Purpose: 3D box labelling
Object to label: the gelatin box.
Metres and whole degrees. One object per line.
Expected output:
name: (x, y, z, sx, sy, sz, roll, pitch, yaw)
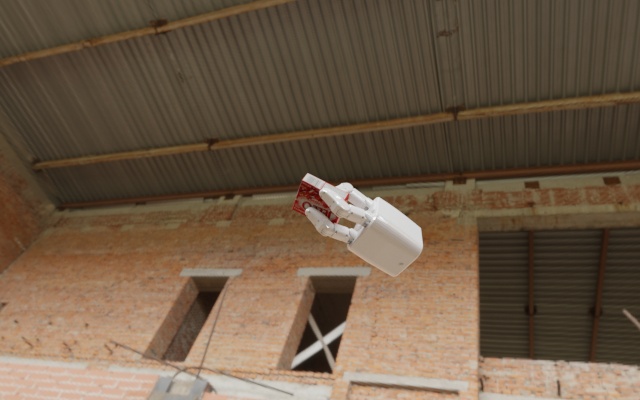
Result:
gelatin box: (0.000, 0.002, 0.870, 0.089, 0.073, 0.030, 27, 39, 7)
